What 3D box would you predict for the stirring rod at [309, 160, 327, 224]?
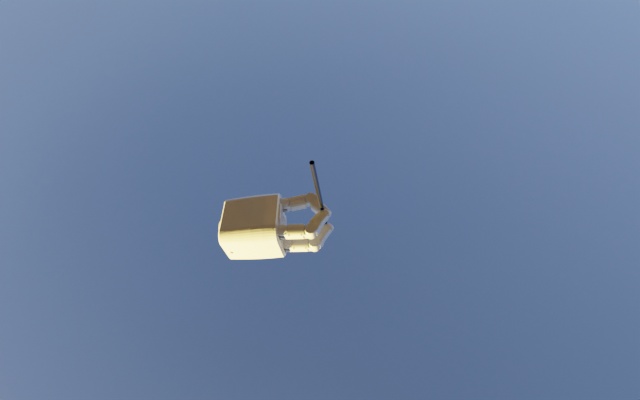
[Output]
[{"bbox_3d":[0.000,0.003,0.823,0.011,0.011,0.240,0,-30,7],"label":"stirring rod"}]
